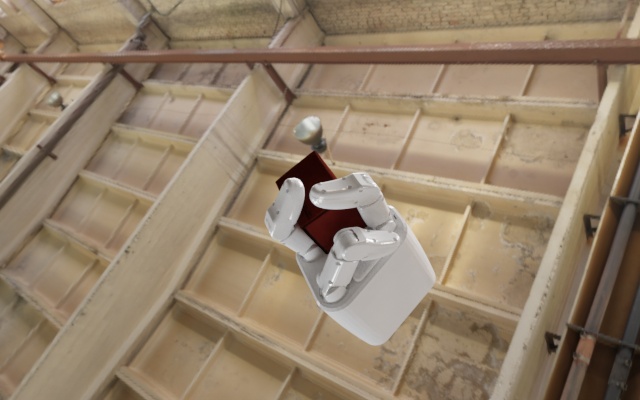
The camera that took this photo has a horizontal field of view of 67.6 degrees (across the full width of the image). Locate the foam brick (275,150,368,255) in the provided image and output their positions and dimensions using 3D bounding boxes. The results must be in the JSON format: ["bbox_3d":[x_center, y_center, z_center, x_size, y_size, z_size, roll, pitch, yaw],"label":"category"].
[{"bbox_3d":[0.000,0.001,0.463,0.053,0.078,0.051,-37,-46,5],"label":"foam brick"}]
